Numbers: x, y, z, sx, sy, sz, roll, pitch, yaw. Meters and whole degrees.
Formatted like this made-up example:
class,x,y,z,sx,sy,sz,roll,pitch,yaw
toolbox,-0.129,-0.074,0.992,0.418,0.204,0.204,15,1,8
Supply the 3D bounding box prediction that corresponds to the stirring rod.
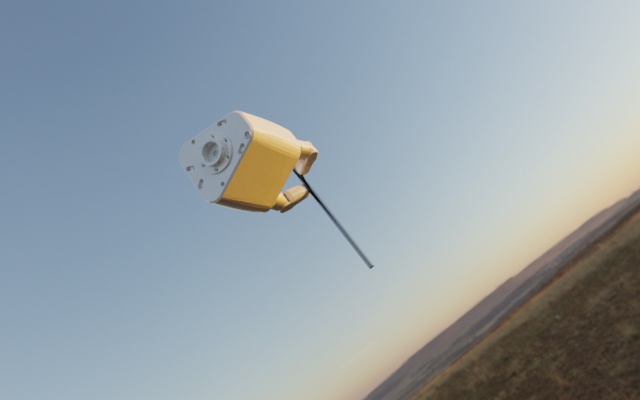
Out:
class,x,y,z,sx,sy,sz,roll,pitch,yaw
stirring rod,0.000,0.002,0.687,0.011,0.239,0.011,-32,-23,-15
